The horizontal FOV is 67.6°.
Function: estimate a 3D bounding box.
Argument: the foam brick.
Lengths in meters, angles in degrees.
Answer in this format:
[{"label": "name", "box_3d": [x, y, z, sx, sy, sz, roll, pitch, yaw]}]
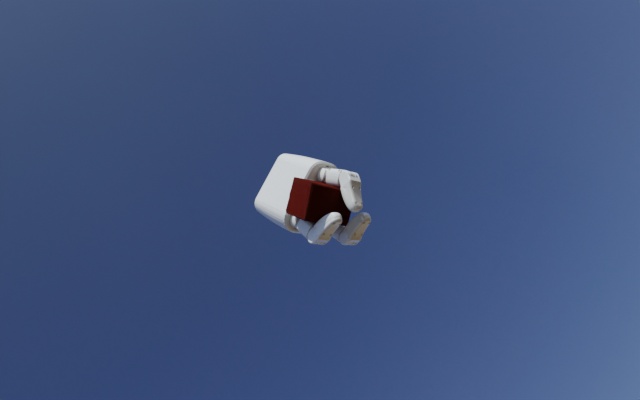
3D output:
[{"label": "foam brick", "box_3d": [0.000, 0.002, 0.664, 0.078, 0.053, 0.051, 10, 6, -37]}]
